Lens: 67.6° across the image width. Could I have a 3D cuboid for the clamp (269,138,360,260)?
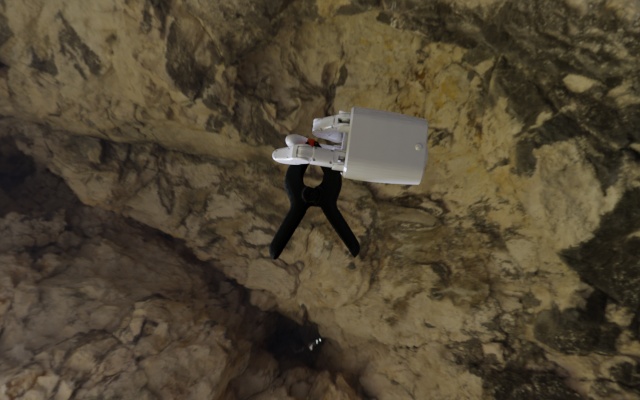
[{"bbox_3d":[0.000,0.002,0.651,0.120,0.171,0.039,8,-10,0],"label":"clamp"}]
